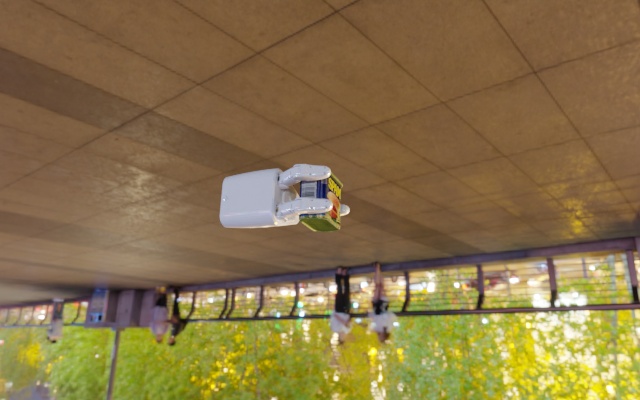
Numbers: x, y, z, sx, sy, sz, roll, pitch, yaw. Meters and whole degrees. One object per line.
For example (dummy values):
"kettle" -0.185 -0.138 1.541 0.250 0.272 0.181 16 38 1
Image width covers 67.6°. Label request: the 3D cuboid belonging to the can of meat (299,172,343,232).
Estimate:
"can of meat" 0.000 0.003 0.811 0.057 0.084 0.102 -4 -18 18
